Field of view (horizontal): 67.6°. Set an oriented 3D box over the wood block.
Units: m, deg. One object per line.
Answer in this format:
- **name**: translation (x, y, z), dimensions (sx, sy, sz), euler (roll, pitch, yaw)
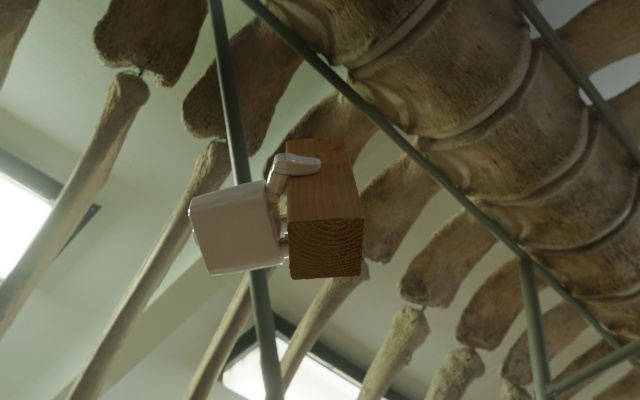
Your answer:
- **wood block**: translation (0.000, 0.002, 0.646), dimensions (0.090, 0.091, 0.206), euler (-3, 34, -3)
